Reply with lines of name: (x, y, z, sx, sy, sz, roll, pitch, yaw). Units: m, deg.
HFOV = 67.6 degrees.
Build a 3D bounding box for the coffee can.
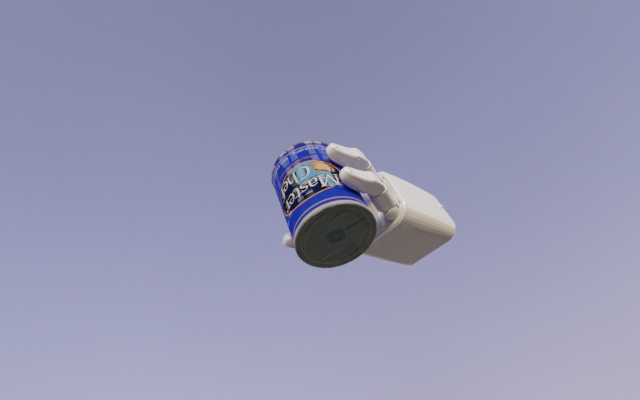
coffee can: (0.000, 0.002, 0.617, 0.103, 0.103, 0.140, 0, 37, -20)
